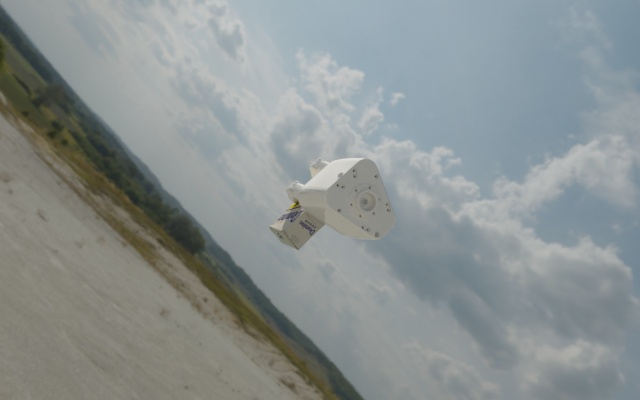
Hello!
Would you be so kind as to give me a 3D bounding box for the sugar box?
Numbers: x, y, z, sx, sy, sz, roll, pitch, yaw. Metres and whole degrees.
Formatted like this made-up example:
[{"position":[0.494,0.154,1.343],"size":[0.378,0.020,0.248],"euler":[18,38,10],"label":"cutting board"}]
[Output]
[{"position":[0.000,0.002,0.789],"size":[0.176,0.048,0.093],"euler":[-41,15,-15],"label":"sugar box"}]
